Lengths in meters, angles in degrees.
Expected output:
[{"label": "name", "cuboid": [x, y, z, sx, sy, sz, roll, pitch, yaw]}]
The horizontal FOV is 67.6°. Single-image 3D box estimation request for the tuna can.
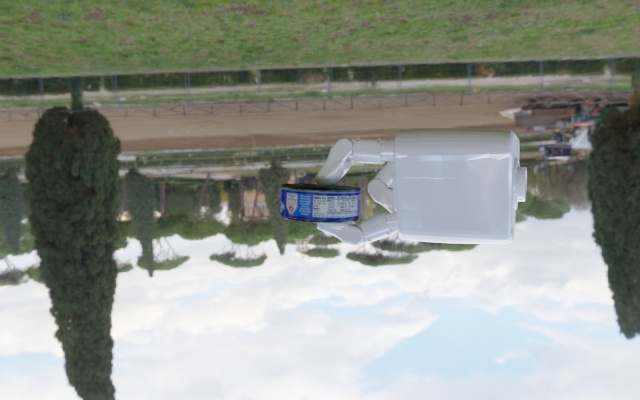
[{"label": "tuna can", "cuboid": [0.000, 0.002, 0.509, 0.086, 0.034, 0.086, 3, 6, 0]}]
